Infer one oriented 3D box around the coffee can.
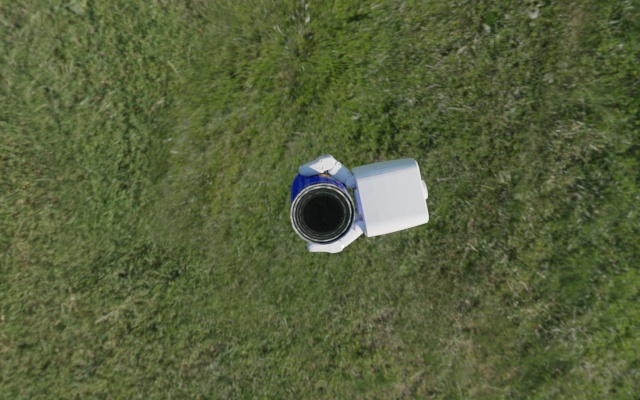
[{"bbox_3d":[0.000,0.003,0.810,0.103,0.103,0.140,0,17,-3],"label":"coffee can"}]
